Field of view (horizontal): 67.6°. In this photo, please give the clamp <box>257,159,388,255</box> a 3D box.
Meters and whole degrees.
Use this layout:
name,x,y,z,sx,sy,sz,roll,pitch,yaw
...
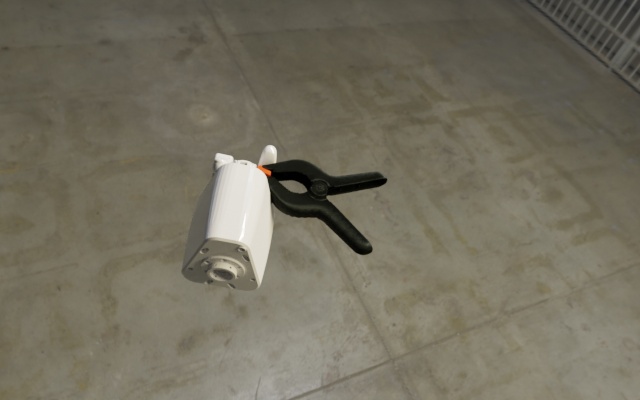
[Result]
name,x,y,z,sx,sy,sz,roll,pitch,yaw
clamp,0.000,0.001,0.597,0.171,0.120,0.039,10,-37,-6
